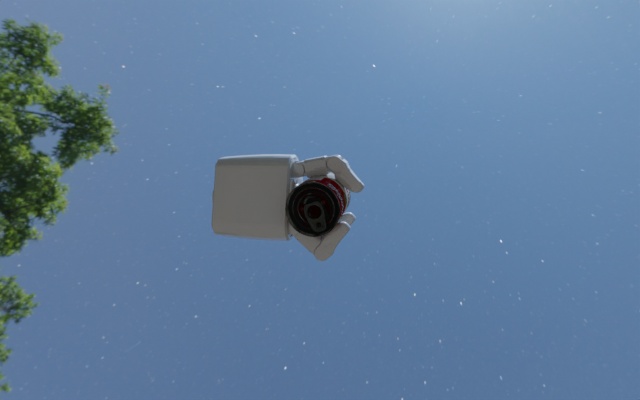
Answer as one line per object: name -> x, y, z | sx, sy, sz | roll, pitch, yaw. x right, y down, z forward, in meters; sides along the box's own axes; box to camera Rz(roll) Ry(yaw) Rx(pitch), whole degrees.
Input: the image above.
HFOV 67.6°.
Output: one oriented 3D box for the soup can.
soup can -> 0.001, 0.002, 0.621 | 0.068, 0.068, 0.102 | 0, 11, 11
